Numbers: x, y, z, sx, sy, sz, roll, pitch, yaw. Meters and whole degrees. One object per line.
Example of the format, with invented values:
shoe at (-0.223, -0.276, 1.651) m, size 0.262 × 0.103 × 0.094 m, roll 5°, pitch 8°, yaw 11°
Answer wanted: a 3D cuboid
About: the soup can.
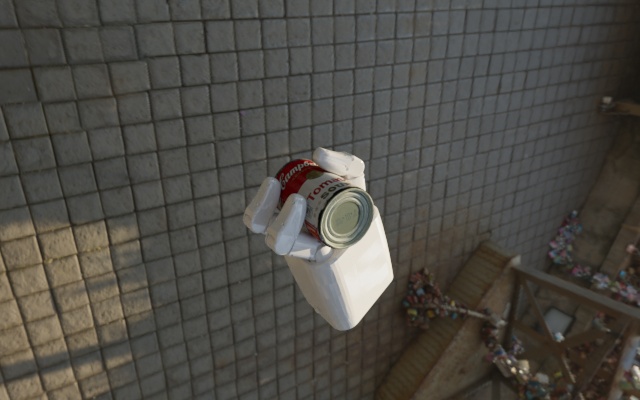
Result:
soup can at (0.000, 0.001, 0.505) m, size 0.068 × 0.068 × 0.102 m, roll 0°, pitch 20°, yaw -34°
